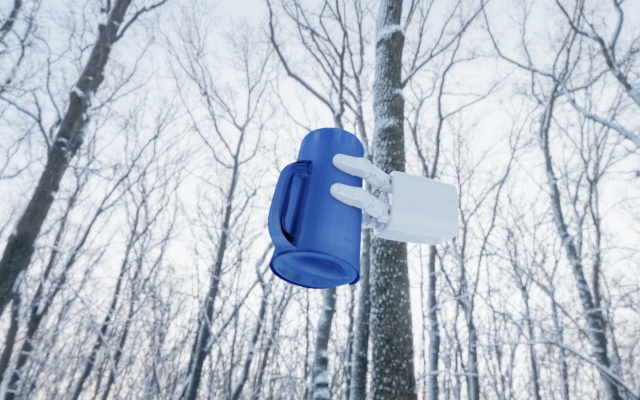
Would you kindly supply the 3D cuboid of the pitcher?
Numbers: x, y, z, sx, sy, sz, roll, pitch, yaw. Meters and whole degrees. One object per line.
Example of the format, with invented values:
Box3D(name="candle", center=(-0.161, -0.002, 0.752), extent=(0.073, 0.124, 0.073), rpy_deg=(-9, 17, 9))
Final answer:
Box3D(name="pitcher", center=(0.000, 0.002, 0.739), extent=(0.145, 0.242, 0.149), rpy_deg=(10, -31, -4))
